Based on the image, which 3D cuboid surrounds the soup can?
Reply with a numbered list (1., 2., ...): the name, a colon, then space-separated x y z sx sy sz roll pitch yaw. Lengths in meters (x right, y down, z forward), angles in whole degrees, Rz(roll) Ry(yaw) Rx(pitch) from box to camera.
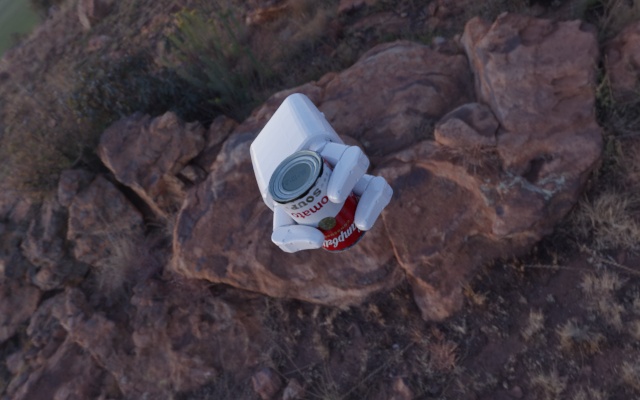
1. soup can: 0.000 0.002 0.512 0.068 0.068 0.102 0 -33 39
